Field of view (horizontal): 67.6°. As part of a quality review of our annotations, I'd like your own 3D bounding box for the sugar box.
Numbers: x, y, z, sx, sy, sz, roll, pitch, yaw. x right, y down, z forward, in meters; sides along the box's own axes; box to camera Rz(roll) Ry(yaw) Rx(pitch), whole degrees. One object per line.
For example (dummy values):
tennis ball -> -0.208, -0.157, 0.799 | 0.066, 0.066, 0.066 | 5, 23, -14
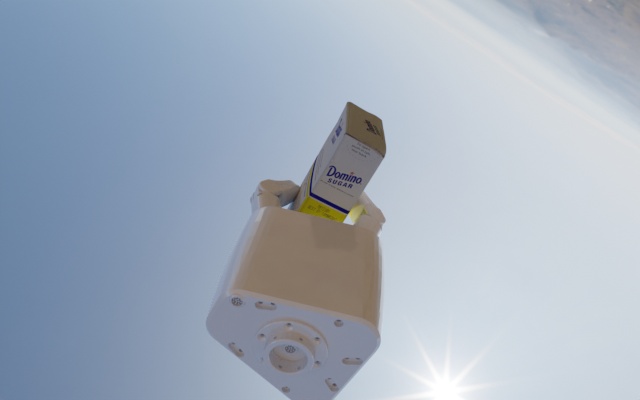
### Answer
sugar box -> 0.000, 0.002, 0.455 | 0.048, 0.176, 0.093 | 28, 27, -10
